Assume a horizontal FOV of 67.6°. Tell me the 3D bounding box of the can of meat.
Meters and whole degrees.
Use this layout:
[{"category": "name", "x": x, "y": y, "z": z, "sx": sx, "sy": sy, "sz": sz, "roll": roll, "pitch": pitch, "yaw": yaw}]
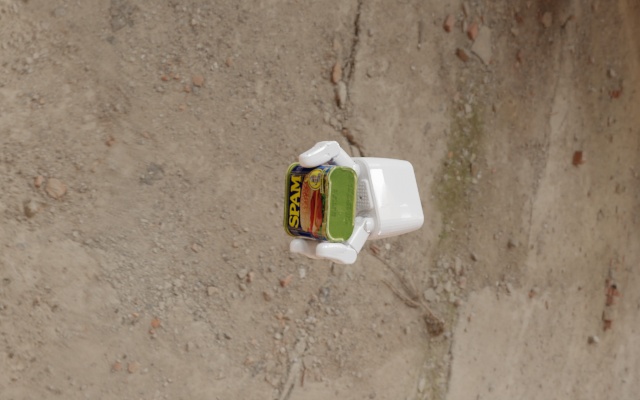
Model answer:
[{"category": "can of meat", "x": 0.000, "y": 0.002, "z": 0.626, "sx": 0.057, "sy": 0.102, "sz": 0.084, "roll": 0, "pitch": 4, "yaw": -43}]
